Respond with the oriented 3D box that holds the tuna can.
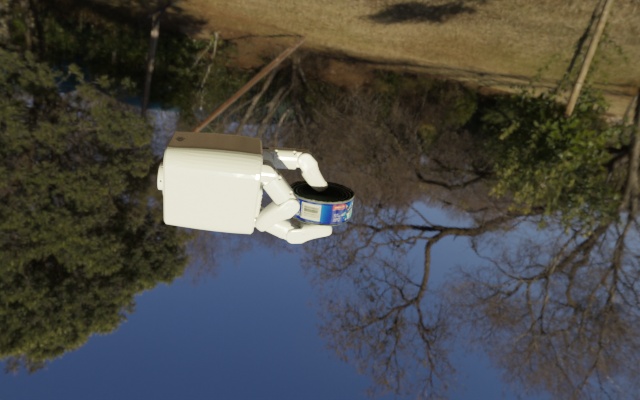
[{"bbox_3d":[0.000,0.003,0.627,0.086,0.034,0.086,6,20,-2],"label":"tuna can"}]
